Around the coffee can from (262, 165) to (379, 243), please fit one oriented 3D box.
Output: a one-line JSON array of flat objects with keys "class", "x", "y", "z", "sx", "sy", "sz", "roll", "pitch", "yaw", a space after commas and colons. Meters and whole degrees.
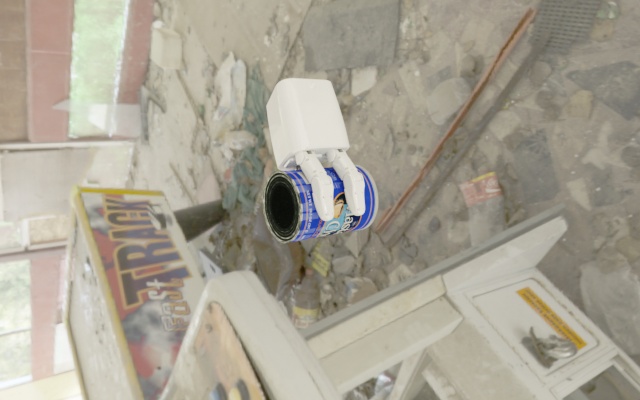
[{"class": "coffee can", "x": 0.000, "y": 0.002, "z": 0.707, "sx": 0.140, "sy": 0.103, "sz": 0.103, "roll": -7, "pitch": 4, "yaw": -36}]
